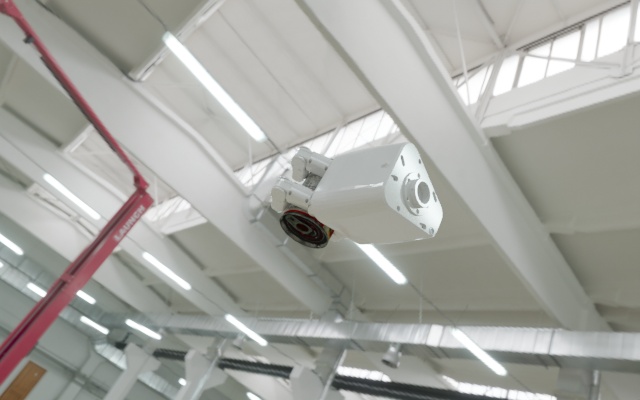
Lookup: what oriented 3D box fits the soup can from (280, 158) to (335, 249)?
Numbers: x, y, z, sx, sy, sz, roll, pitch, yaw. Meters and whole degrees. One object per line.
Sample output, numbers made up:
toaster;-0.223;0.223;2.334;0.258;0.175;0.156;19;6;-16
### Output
soup can;0.000;0.002;0.624;0.068;0.102;0.069;21;-33;14
